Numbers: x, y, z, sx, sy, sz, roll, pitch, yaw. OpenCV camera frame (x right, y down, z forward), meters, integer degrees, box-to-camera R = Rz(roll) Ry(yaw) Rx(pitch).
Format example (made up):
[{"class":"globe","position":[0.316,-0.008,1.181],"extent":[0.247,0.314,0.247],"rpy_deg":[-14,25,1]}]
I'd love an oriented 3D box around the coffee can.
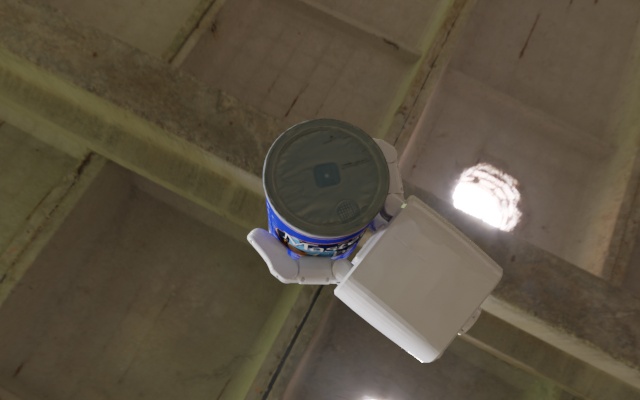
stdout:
[{"class":"coffee can","position":[0.000,0.001,0.448],"extent":[0.103,0.102,0.140],"rpy_deg":[0,-18,-5]}]
